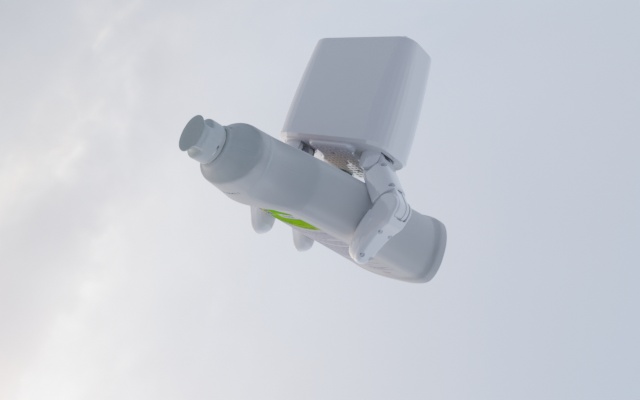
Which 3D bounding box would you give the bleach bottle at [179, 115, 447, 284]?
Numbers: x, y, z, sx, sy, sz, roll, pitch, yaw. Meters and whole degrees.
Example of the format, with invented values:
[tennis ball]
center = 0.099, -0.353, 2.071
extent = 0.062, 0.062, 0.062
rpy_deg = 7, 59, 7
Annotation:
[bleach bottle]
center = 0.000, 0.001, 0.401
extent = 0.102, 0.068, 0.251
rpy_deg = 4, -19, 46
